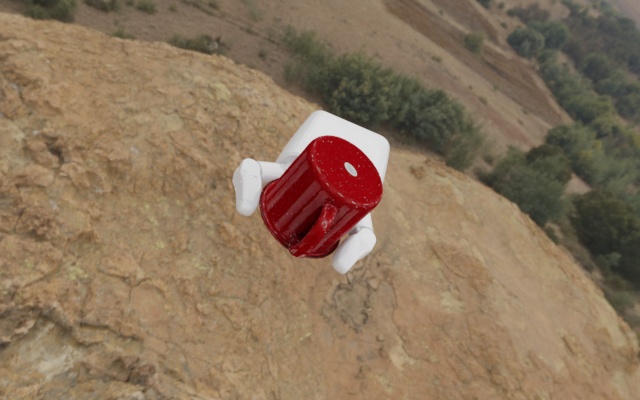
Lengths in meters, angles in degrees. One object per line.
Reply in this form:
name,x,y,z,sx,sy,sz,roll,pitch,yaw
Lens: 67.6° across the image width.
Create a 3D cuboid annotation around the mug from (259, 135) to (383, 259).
mug,0.000,0.002,0.431,0.093,0.117,0.081,36,-50,-11
